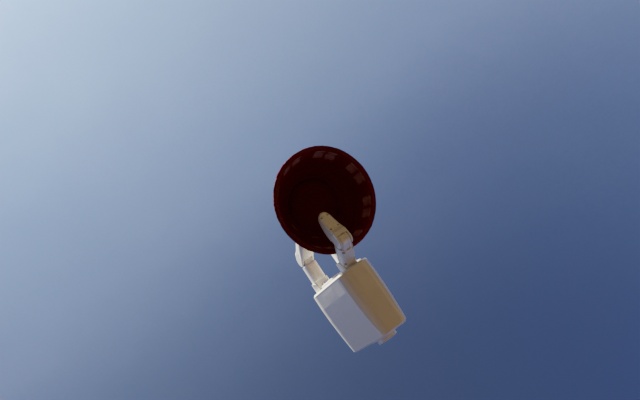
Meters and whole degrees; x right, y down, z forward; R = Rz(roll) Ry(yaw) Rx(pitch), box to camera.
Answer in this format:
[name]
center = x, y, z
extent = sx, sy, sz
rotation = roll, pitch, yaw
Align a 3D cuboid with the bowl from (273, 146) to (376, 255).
[bowl]
center = 0.000, 0.001, 0.718
extent = 0.162, 0.162, 0.055
rotation = 0, -10, -21
